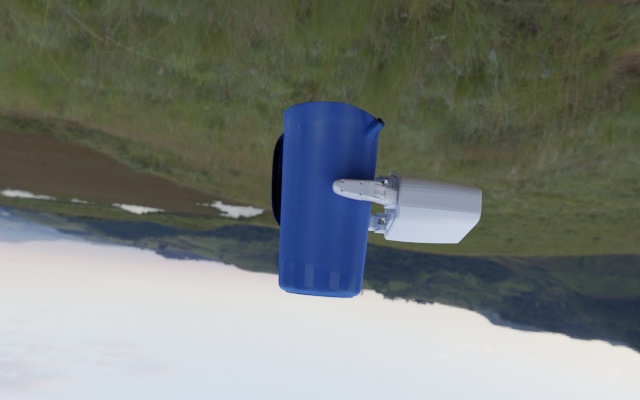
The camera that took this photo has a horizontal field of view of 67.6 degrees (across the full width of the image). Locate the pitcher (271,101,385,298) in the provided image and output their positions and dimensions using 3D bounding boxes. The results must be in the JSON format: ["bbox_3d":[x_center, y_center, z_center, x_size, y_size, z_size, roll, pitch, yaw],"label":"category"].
[{"bbox_3d":[0.000,0.002,0.639,0.145,0.243,0.149,5,-8,-3],"label":"pitcher"}]
